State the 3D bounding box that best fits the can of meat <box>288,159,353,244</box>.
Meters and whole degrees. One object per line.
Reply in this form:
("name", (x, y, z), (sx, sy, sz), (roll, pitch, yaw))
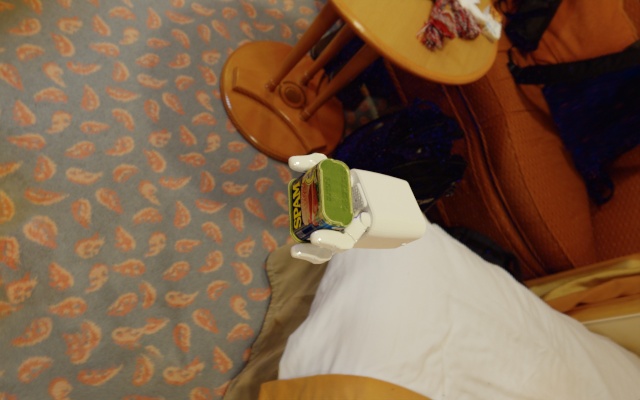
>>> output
("can of meat", (0.000, 0.002, 0.666), (0.057, 0.102, 0.084), (11, -26, -31))
